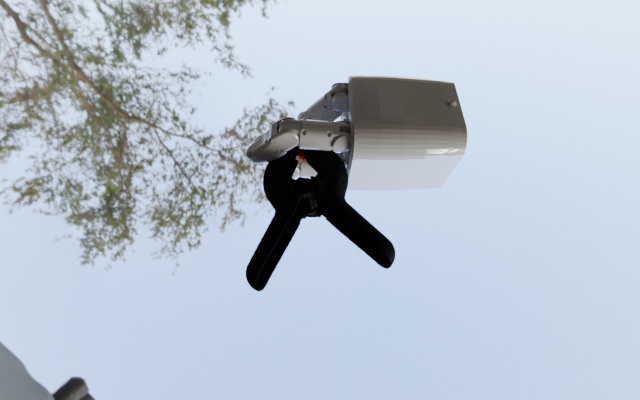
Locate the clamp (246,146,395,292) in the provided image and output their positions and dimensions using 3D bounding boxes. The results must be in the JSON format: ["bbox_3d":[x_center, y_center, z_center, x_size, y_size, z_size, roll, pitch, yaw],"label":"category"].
[{"bbox_3d":[0.000,0.002,0.426,0.120,0.171,0.039,1,-38,-1],"label":"clamp"}]
